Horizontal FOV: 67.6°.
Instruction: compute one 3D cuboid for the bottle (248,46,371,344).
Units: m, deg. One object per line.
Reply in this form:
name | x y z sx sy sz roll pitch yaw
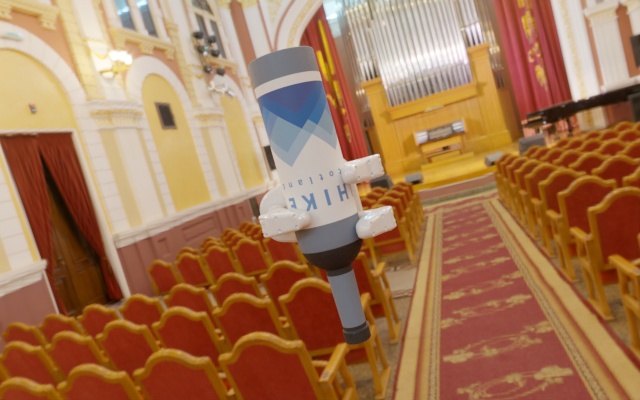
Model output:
bottle | 0.000 0.001 0.480 0.069 0.296 0.069 -15 5 1
